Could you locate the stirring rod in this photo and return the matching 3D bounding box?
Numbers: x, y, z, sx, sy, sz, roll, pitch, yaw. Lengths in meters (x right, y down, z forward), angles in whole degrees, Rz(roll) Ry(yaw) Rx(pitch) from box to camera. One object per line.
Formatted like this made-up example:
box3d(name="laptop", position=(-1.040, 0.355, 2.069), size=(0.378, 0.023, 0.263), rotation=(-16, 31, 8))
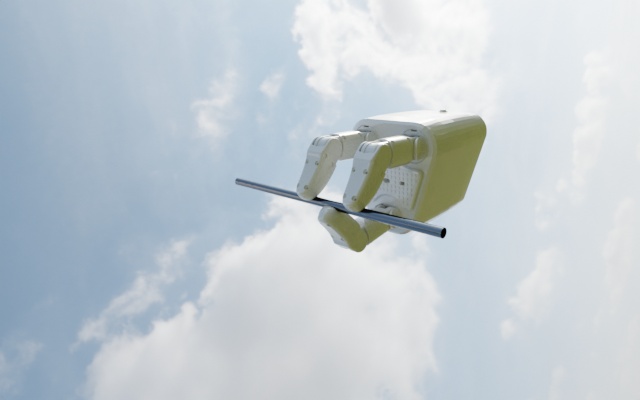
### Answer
box3d(name="stirring rod", position=(0.000, 0.001, 0.413), size=(0.239, 0.011, 0.011), rotation=(14, 10, 43))
